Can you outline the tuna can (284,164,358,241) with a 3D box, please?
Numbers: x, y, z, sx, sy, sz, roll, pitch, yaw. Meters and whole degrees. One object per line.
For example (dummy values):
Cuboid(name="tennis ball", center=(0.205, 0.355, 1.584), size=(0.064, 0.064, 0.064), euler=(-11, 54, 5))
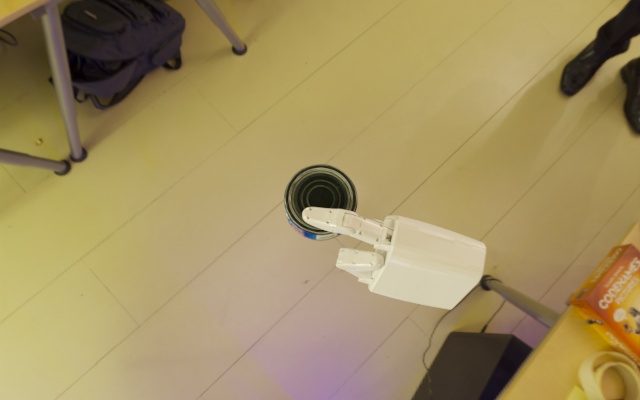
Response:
Cuboid(name="tuna can", center=(0.000, 0.002, 0.555), size=(0.086, 0.086, 0.034), euler=(0, -16, -1))
